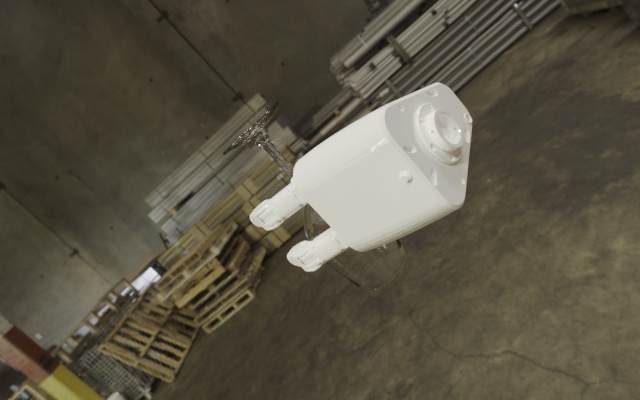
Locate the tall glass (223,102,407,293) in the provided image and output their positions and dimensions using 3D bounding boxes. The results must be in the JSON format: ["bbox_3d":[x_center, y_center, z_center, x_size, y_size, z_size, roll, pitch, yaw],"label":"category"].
[{"bbox_3d":[0.000,0.001,0.477,0.079,0.201,0.079,-41,12,10],"label":"tall glass"}]
